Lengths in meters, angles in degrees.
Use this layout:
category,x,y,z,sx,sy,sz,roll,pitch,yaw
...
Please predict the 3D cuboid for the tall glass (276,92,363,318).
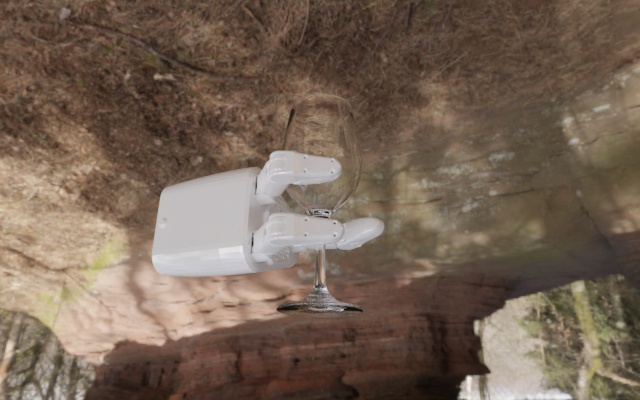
category,x,y,z,sx,sy,sz,roll,pitch,yaw
tall glass,0.000,0.002,0.442,0.079,0.201,0.079,1,-22,0
